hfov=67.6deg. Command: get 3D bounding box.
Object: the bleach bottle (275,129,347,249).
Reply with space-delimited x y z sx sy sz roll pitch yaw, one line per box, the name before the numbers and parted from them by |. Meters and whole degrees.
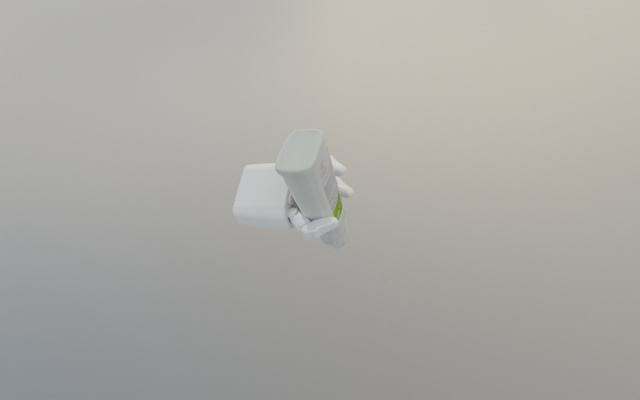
bleach bottle | 0.000 0.003 0.817 0.068 0.102 0.251 1 -41 21
